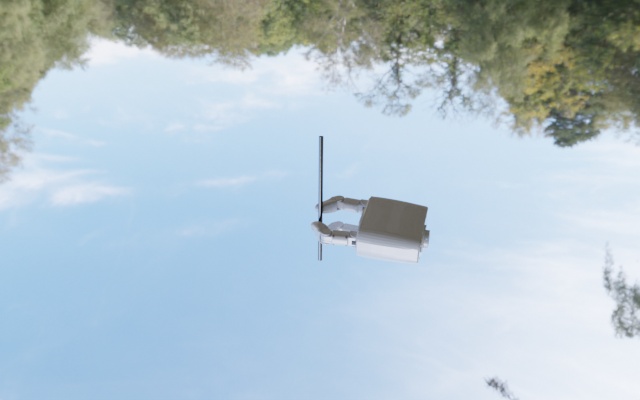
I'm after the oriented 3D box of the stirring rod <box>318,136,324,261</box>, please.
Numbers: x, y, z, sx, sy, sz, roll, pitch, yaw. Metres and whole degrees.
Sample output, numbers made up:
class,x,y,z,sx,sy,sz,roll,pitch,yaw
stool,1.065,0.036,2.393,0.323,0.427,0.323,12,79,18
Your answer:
class,x,y,z,sx,sy,sz,roll,pitch,yaw
stirring rod,0.000,0.003,0.838,0.011,0.240,0.011,0,26,0
